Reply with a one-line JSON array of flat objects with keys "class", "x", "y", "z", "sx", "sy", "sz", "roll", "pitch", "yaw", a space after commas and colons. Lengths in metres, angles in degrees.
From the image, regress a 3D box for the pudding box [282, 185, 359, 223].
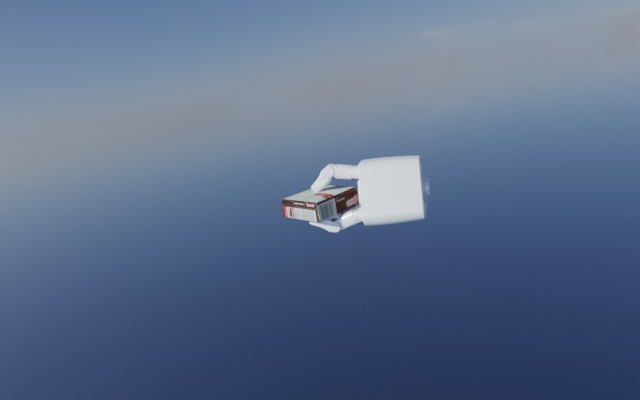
[{"class": "pudding box", "x": 0.000, "y": 0.003, "z": 0.867, "sx": 0.090, "sy": 0.039, "sz": 0.113, "roll": 5, "pitch": 18, "yaw": 43}]
